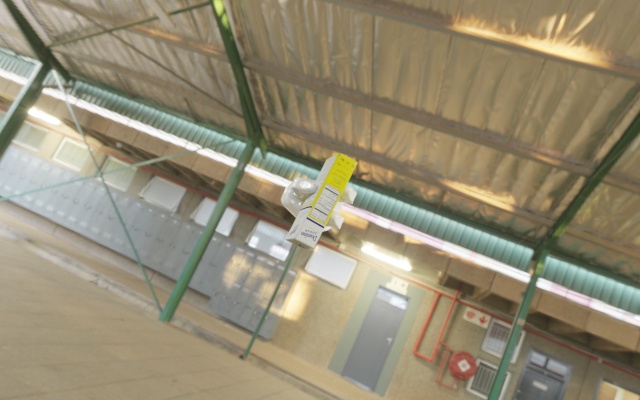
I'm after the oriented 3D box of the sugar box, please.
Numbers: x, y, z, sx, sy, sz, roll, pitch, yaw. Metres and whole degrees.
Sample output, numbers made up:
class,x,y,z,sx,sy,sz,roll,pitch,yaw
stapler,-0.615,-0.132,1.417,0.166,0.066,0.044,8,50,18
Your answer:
class,x,y,z,sx,sy,sz,roll,pitch,yaw
sugar box,0.001,0.003,0.874,0.048,0.176,0.093,27,-11,-11
